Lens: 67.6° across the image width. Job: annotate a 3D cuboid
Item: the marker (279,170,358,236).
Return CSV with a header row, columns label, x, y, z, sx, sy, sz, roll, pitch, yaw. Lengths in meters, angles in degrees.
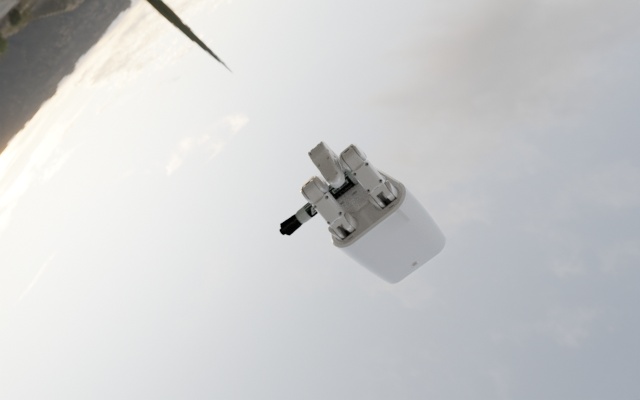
label,x,y,z,sx,sy,sz,roll,pitch,yaw
marker,0.000,0.002,0.548,0.121,0.020,0.020,-38,-11,14
